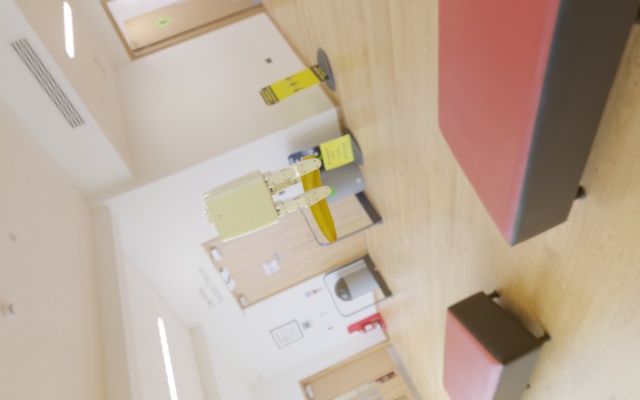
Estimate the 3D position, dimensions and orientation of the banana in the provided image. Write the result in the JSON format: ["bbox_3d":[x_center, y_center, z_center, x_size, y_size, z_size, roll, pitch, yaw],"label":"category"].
[{"bbox_3d":[-0.007,-0.009,0.885,0.037,0.198,0.069,-21,37,-10],"label":"banana"}]
